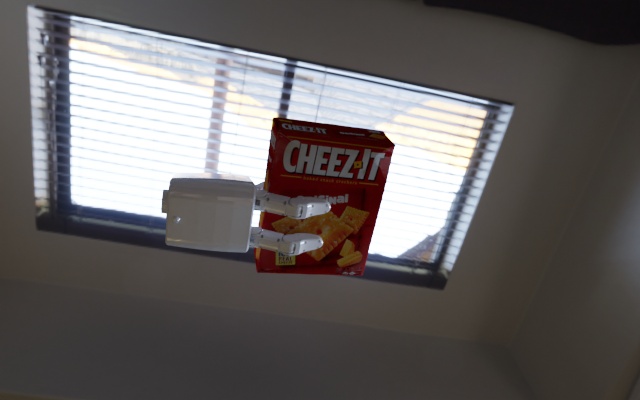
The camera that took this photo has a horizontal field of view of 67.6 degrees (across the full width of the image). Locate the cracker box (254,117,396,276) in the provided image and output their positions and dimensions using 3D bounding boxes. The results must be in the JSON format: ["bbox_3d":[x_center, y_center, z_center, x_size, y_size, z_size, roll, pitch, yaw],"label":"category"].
[{"bbox_3d":[0.000,0.002,0.680,0.164,0.214,0.072,5,25,-15],"label":"cracker box"}]
